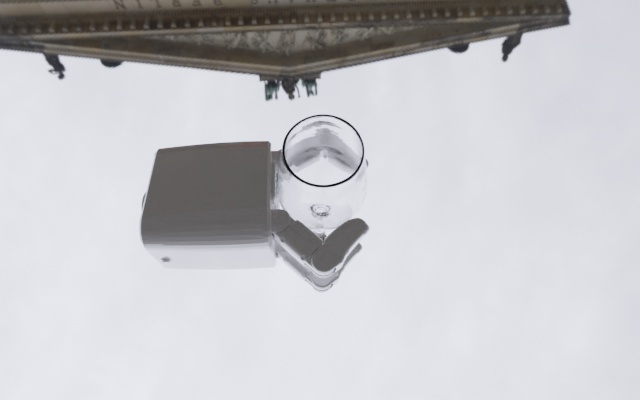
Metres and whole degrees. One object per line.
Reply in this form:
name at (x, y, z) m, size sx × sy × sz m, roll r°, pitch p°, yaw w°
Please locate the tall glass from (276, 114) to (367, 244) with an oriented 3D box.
tall glass at (0.000, 0.002, 0.444) m, size 0.079 × 0.079 × 0.201 m, roll 0°, pitch -23°, yaw -2°
